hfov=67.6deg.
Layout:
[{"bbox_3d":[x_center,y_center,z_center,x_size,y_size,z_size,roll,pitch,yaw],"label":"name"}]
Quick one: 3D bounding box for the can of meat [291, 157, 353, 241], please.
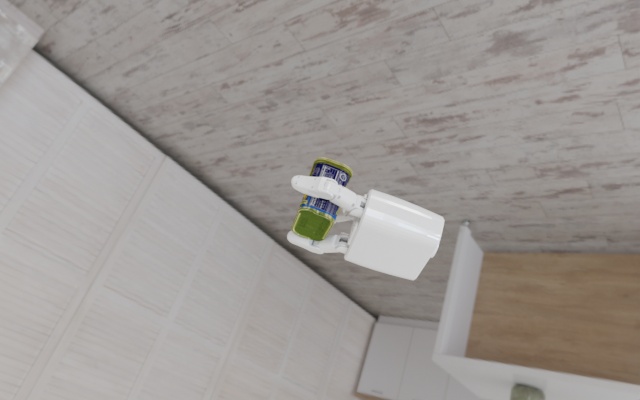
[{"bbox_3d":[0.000,0.002,0.677,0.057,0.084,0.102,20,-26,-2],"label":"can of meat"}]
